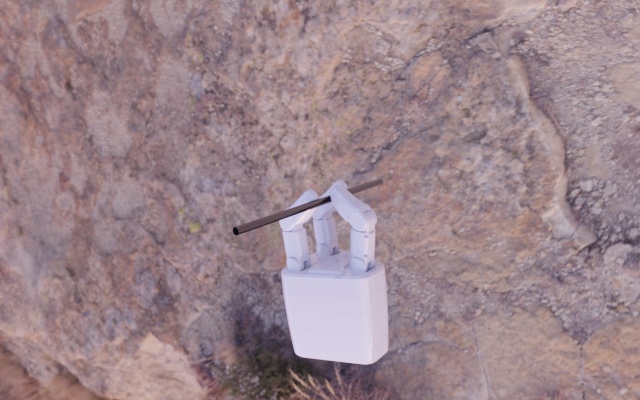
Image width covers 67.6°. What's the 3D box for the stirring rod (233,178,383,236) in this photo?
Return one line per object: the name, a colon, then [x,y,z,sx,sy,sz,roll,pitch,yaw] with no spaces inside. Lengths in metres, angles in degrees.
stirring rod: [0.000,0.002,0.514,0.011,0.011,0.239,0,12,40]
